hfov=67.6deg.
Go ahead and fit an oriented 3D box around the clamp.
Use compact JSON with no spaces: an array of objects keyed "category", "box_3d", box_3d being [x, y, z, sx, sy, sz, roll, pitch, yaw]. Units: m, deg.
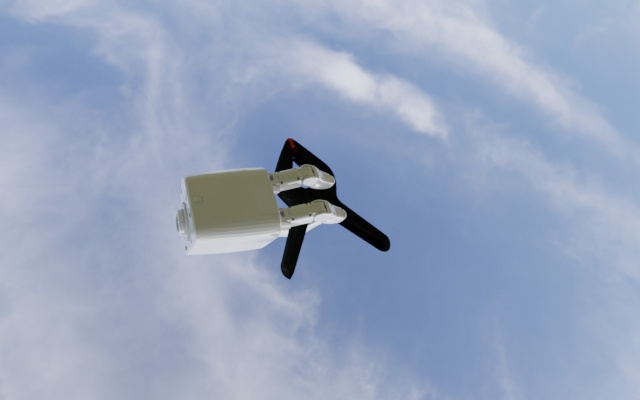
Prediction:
[{"category":"clamp","box_3d":[-0.001,0.002,0.672,0.164,0.210,0.036,-4,-30,-26]}]
